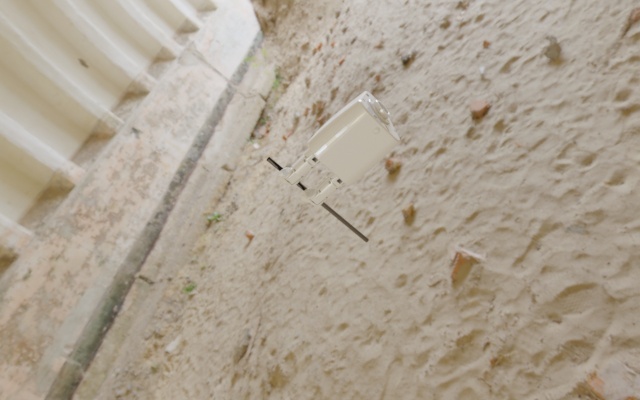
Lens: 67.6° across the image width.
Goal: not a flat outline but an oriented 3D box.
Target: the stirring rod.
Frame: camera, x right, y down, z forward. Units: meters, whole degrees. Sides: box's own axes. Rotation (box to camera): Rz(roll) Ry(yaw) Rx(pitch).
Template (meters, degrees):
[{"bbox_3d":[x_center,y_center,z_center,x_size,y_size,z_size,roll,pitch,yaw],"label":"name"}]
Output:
[{"bbox_3d":[0.000,0.003,0.821,0.239,0.011,0.011,40,-18,-23],"label":"stirring rod"}]
